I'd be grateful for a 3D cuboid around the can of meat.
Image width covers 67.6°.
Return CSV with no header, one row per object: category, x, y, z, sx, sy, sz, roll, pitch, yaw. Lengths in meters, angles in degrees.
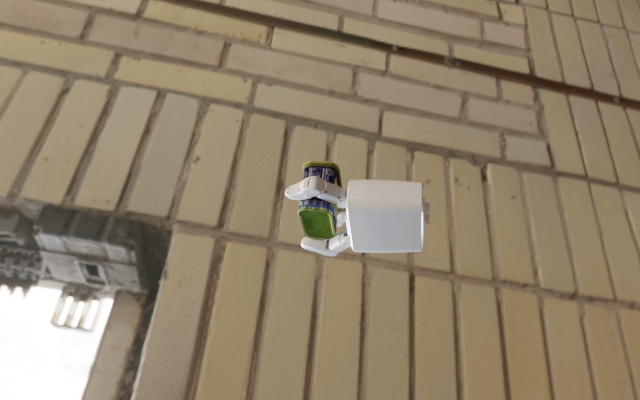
can of meat,0.000,0.003,0.734,0.057,0.084,0.102,2,-30,9
